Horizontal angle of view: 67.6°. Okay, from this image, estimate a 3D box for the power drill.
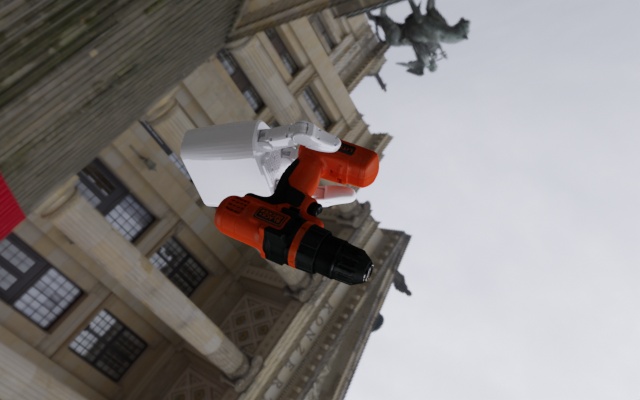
[{"bbox_3d":[0.000,0.001,0.554,0.184,0.057,0.187,22,45,17],"label":"power drill"}]
